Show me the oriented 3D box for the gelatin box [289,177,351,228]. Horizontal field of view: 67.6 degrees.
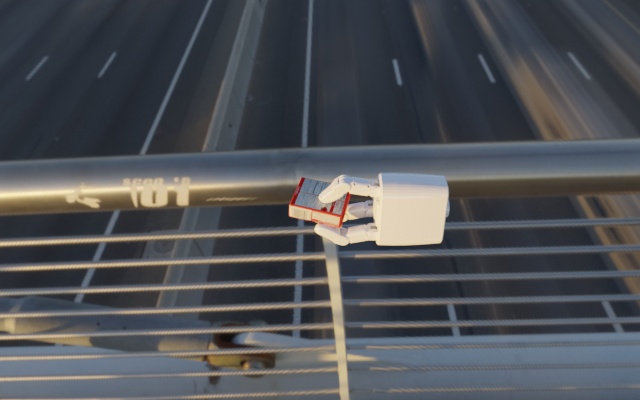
[{"bbox_3d":[0.000,0.002,0.784,0.089,0.030,0.073,13,44,7],"label":"gelatin box"}]
